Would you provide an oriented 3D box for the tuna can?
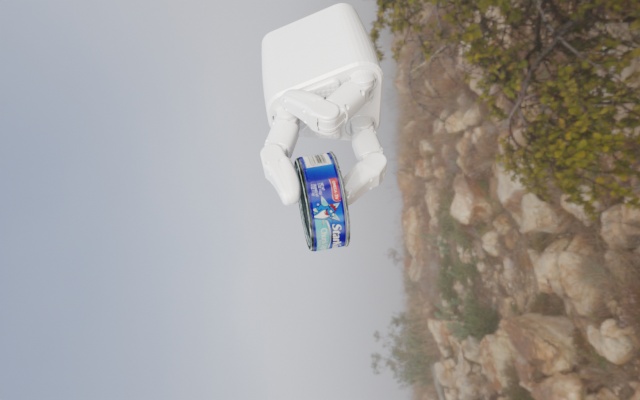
[{"bbox_3d":[0.000,0.002,0.423,0.034,0.086,0.086,-9,1,-7],"label":"tuna can"}]
